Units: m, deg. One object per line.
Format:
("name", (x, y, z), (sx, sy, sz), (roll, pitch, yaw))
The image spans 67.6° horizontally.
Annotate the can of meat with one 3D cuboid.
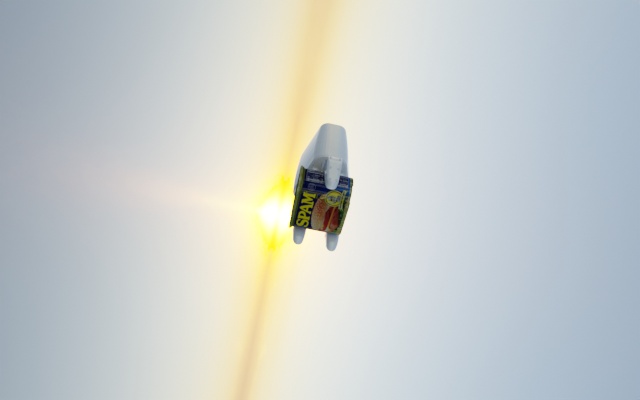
("can of meat", (0.000, 0.002, 0.750), (0.084, 0.102, 0.057), (11, 38, -5))
